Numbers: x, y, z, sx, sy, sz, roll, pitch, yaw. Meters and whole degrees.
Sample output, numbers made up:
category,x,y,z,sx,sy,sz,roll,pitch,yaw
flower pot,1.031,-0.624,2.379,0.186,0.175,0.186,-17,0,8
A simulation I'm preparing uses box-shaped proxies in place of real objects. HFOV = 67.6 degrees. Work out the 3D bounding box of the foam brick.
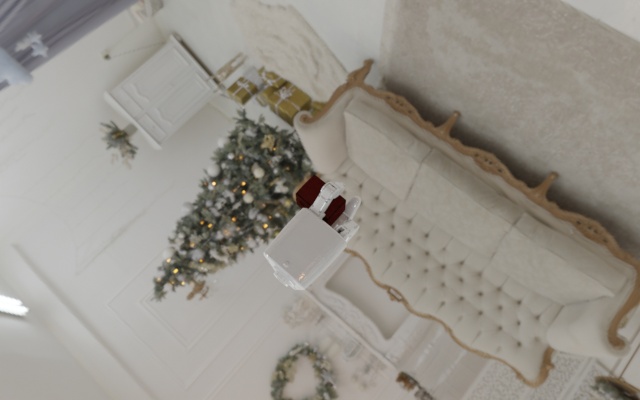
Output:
category,x,y,z,sx,sy,sz,roll,pitch,yaw
foam brick,0.000,0.003,0.851,0.078,0.051,0.053,40,-17,15
